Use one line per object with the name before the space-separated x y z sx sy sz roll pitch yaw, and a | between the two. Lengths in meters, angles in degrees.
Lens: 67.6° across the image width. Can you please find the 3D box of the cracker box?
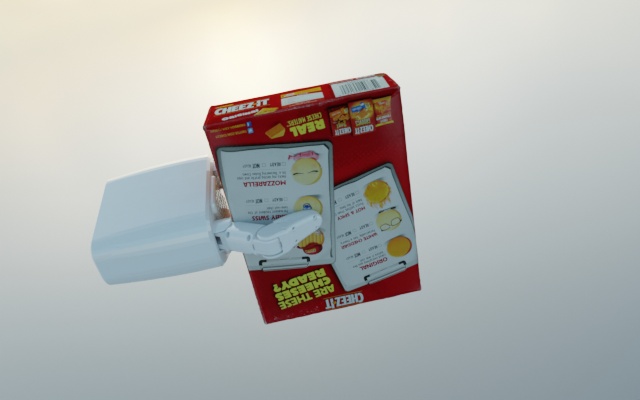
cracker box | 0.000 0.001 0.455 0.164 0.214 0.072 -12 29 0
